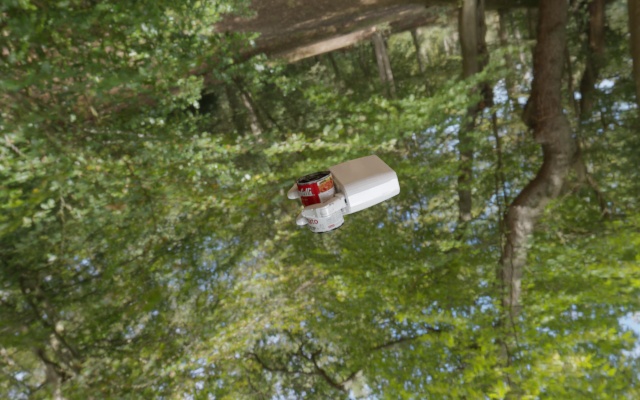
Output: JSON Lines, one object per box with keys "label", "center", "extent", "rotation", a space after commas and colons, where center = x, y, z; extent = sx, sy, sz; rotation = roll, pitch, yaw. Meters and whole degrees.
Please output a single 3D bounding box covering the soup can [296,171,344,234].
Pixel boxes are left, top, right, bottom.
{"label": "soup can", "center": [0.000, 0.003, 0.897], "extent": [0.068, 0.102, 0.068], "rotation": [-15, 16, 4]}
